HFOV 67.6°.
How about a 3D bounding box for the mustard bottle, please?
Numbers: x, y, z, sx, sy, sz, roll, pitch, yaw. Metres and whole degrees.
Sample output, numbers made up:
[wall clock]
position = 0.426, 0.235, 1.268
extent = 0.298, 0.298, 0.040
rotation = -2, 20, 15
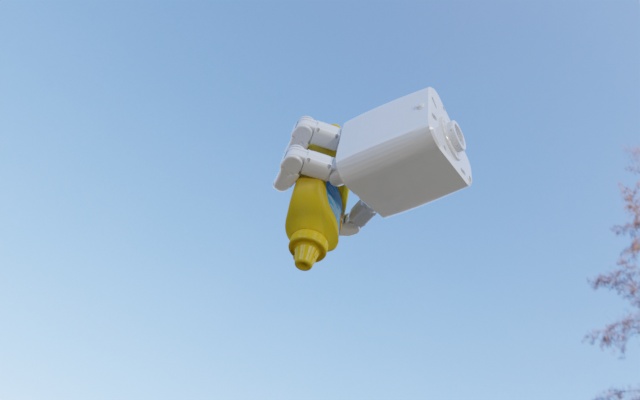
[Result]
[mustard bottle]
position = 0.000, 0.002, 0.547
extent = 0.058, 0.096, 0.191
rotation = -1, 42, 14
